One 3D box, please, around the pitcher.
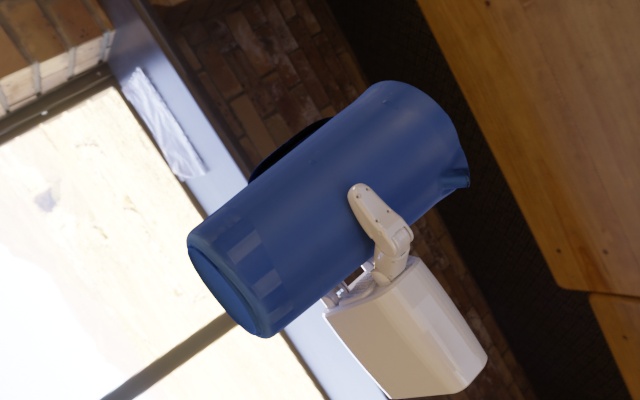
[{"bbox_3d":[0.000,0.002,0.436,0.242,0.145,0.149,-38,1,-25],"label":"pitcher"}]
